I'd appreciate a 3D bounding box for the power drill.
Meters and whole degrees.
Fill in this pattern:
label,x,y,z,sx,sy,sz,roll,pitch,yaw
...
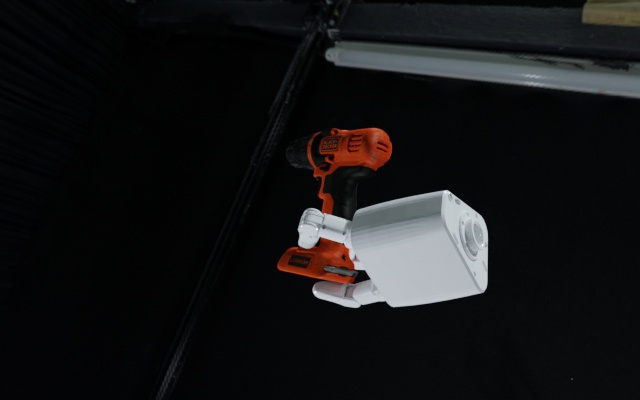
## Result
label,x,y,z,sx,sy,sz,roll,pitch,yaw
power drill,0.000,0.002,0.600,0.057,0.187,0.184,15,-7,-35
